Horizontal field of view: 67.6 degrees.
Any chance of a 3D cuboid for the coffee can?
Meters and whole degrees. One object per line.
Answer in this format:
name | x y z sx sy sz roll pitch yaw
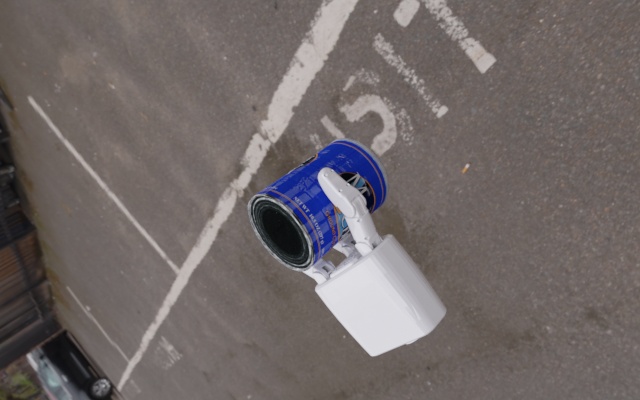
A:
coffee can | 0.000 0.002 0.568 0.140 0.103 0.103 -38 23 -33
